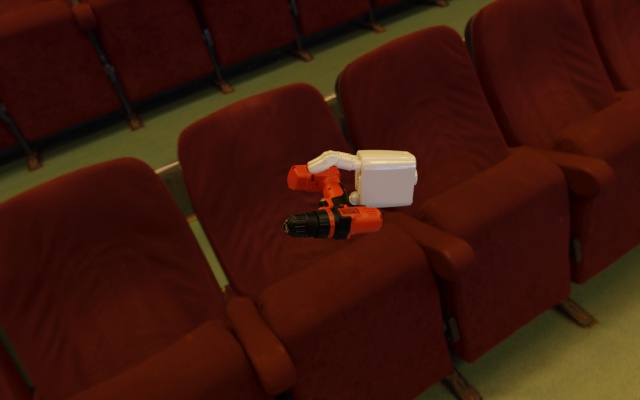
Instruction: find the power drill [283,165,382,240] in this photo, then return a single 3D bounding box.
[{"bbox_3d":[0.000,0.003,0.893,0.184,0.057,0.187,-1,36,-24],"label":"power drill"}]
